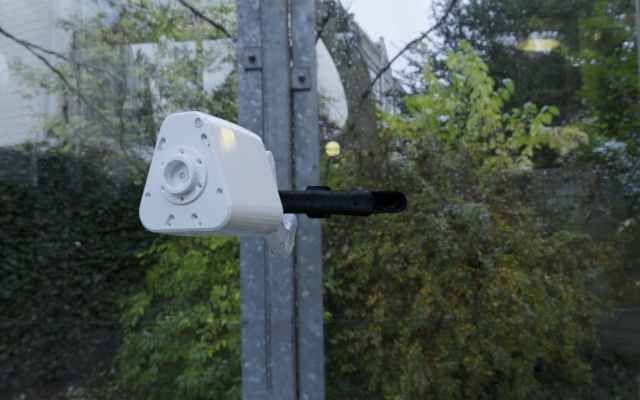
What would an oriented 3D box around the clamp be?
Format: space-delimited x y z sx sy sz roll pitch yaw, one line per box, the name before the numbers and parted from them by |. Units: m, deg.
clamp | 0.000 0.001 0.513 0.171 0.039 0.120 -2 -6 17
